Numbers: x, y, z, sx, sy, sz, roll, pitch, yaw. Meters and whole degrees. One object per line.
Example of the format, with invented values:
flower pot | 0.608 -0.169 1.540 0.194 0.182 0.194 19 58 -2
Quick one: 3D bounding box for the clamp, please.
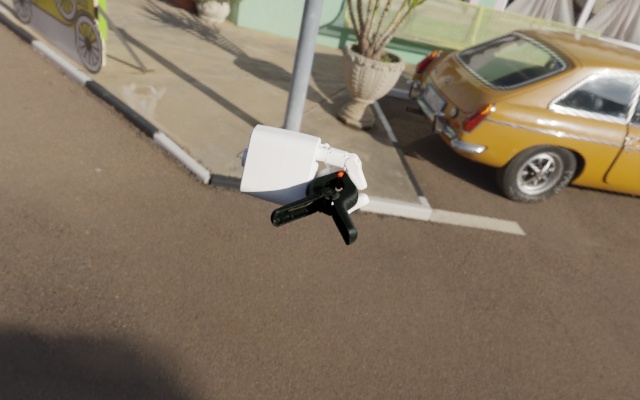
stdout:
clamp | 0.000 0.002 0.696 0.120 0.039 0.171 14 29 2
